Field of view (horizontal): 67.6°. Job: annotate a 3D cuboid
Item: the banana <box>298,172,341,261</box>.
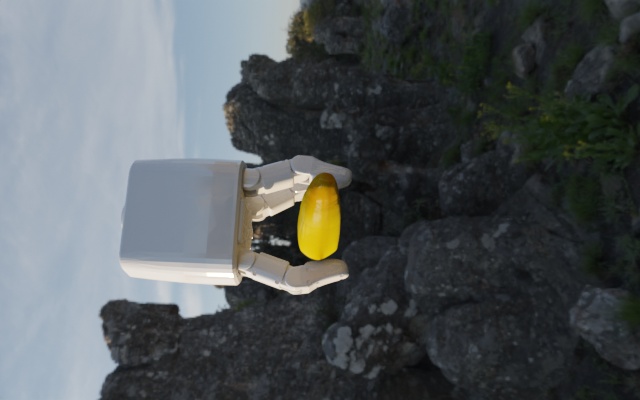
[{"bbox_3d":[-0.001,0.020,0.431,0.037,0.069,0.198,3,-4,2],"label":"banana"}]
